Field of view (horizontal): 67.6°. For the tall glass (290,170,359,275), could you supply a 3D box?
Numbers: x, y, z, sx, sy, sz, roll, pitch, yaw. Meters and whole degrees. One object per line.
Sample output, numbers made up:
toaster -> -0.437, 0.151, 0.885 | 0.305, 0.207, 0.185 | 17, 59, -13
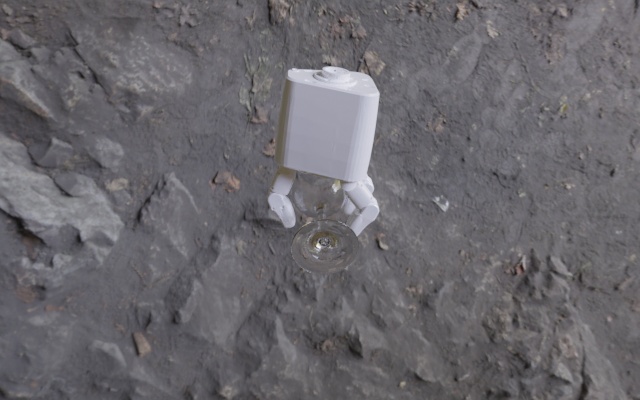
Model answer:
tall glass -> 0.000, 0.002, 0.606 | 0.079, 0.079, 0.201 | 0, 30, -3
